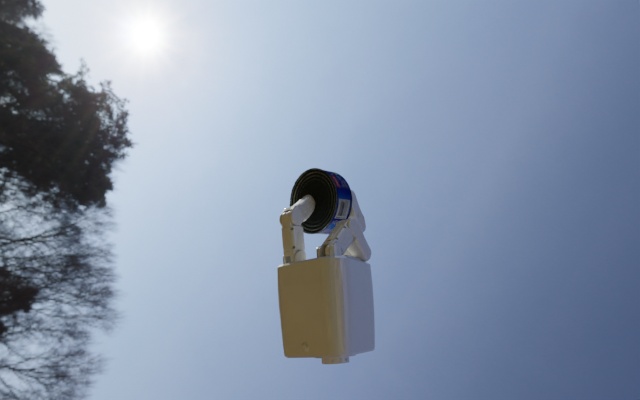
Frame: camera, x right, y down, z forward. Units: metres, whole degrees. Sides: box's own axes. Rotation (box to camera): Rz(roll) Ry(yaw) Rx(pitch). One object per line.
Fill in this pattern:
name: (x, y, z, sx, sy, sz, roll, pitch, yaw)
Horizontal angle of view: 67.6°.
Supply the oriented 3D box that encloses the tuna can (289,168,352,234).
tuna can: (0.000, 0.002, 0.627, 0.086, 0.086, 0.034, 0, -5, 44)
